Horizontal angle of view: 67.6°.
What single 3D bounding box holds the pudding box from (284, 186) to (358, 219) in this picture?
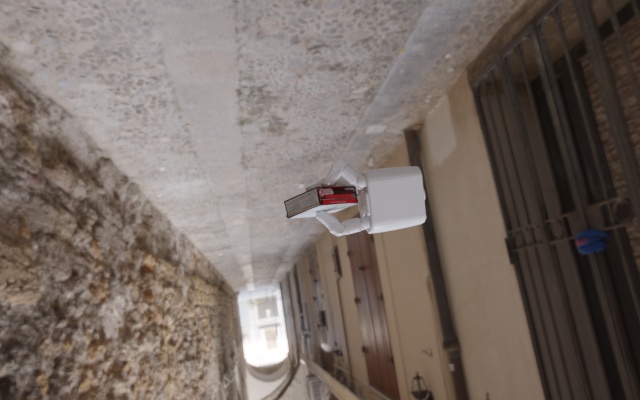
[{"bbox_3d":[0.000,0.003,0.880,0.090,0.039,0.113,-2,-14,-37],"label":"pudding box"}]
